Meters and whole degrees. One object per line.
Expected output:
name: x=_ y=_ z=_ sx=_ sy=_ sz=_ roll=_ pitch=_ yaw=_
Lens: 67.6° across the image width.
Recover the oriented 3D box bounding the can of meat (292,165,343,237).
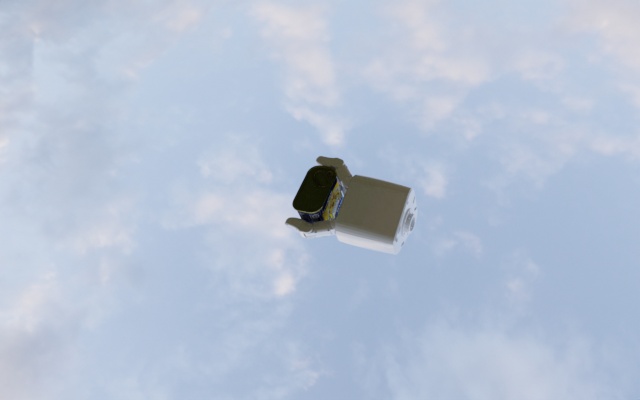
can of meat: x=0.000 y=0.003 z=0.859 sx=0.057 sy=0.102 sz=0.084 roll=10 pitch=-33 yaw=24
